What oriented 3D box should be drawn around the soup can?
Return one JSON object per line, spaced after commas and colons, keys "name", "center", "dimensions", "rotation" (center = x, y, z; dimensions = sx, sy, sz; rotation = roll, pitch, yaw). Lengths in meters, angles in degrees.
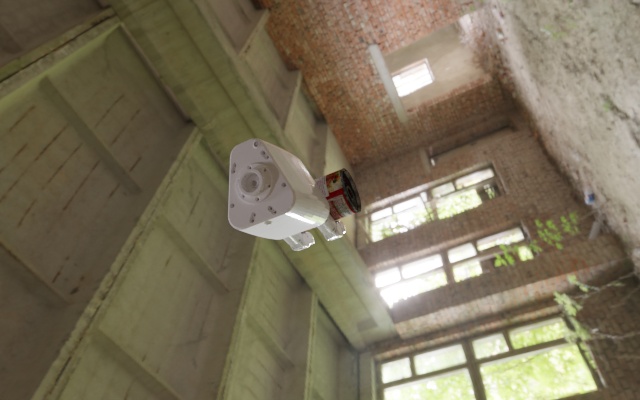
{"name": "soup can", "center": [0.000, 0.002, 0.701], "dimensions": [0.102, 0.068, 0.068], "rotation": [-21, -6, 17]}
